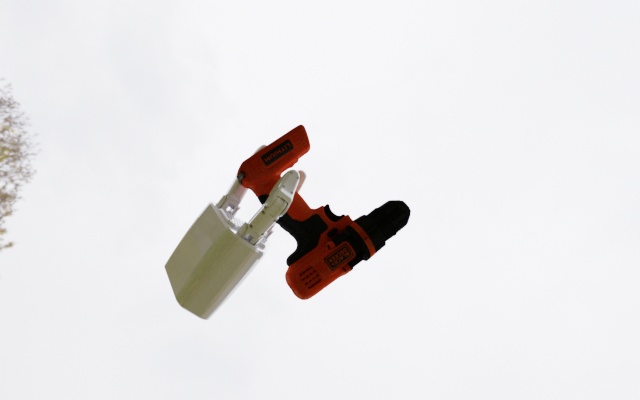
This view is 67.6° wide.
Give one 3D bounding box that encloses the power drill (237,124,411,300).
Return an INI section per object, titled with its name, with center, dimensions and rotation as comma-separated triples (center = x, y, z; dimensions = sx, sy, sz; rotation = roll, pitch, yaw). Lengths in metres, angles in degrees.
[power drill]
center = 0.000, 0.002, 0.597
dimensions = 0.184, 0.187, 0.057
rotation = -34, -3, -16
